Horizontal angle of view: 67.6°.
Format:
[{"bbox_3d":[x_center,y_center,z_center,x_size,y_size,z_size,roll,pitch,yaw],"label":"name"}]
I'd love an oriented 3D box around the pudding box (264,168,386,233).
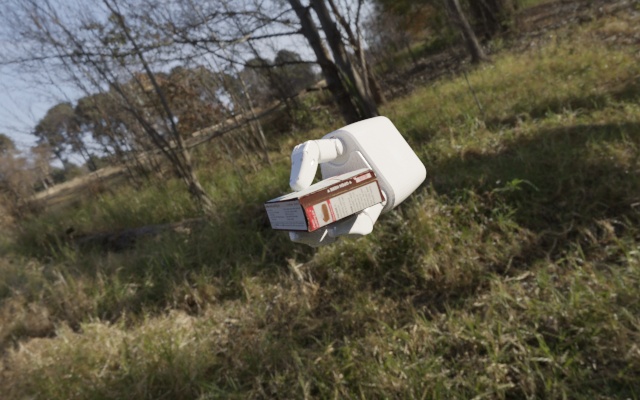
[{"bbox_3d":[0.000,0.001,0.504,0.090,0.039,0.113,-22,5,-22],"label":"pudding box"}]
